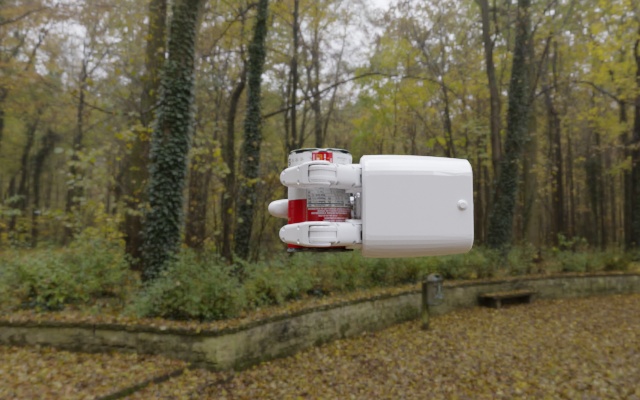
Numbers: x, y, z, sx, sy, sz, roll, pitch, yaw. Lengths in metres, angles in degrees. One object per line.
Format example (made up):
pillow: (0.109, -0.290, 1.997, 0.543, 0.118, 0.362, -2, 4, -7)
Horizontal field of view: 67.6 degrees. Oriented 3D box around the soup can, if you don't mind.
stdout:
soup can: (0.000, 0.001, 0.493, 0.068, 0.102, 0.068, 0, -4, 0)
